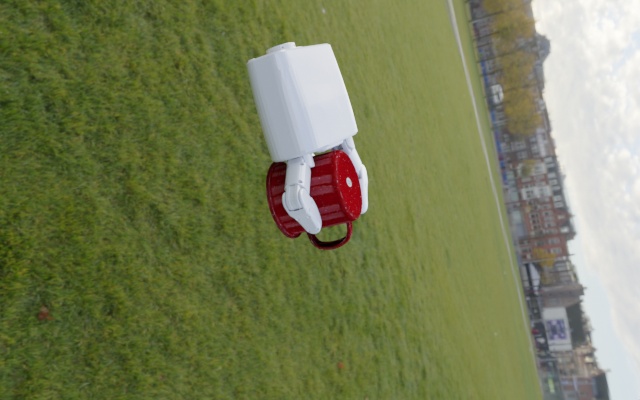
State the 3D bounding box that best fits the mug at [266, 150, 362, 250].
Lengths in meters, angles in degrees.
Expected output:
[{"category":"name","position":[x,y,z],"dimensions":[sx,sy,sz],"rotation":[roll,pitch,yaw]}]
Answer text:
[{"category":"mug","position":[0.001,0.003,0.543],"dimensions":[0.081,0.117,0.093],"rotation":[-13,13,22]}]
